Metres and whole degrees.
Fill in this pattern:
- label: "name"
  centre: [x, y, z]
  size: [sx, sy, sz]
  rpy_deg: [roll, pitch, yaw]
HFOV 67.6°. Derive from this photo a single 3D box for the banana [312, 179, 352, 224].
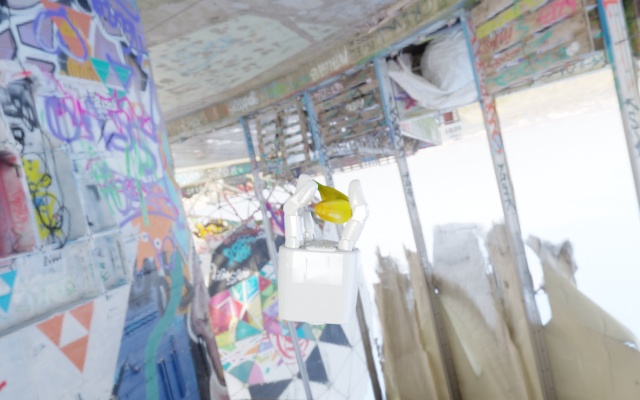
- label: "banana"
  centre: [0.017, 0.007, 0.707]
  size: [0.069, 0.037, 0.197]
  rpy_deg: [18, 8, -7]
